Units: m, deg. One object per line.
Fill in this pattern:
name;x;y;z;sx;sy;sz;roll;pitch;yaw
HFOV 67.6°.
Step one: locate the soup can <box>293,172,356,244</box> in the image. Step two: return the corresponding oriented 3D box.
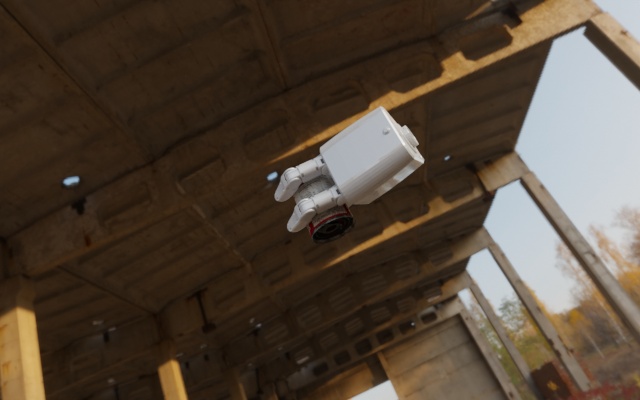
soup can;0.000;0.002;0.699;0.068;0.102;0.068;-20;-28;-11
